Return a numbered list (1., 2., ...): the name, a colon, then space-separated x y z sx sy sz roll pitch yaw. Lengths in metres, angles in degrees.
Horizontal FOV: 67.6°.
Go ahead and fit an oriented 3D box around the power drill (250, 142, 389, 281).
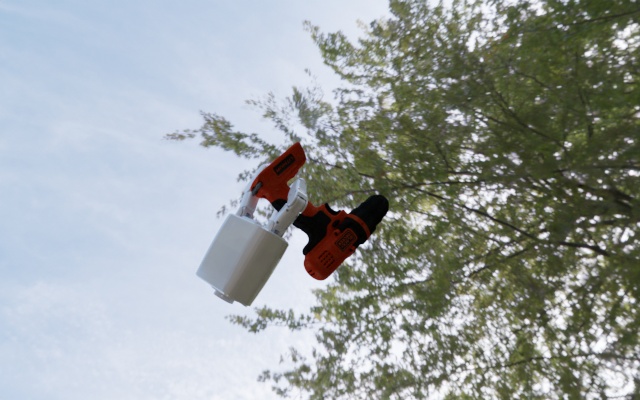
1. power drill: 0.000 0.002 0.738 0.184 0.187 0.057 -43 -1 -31
